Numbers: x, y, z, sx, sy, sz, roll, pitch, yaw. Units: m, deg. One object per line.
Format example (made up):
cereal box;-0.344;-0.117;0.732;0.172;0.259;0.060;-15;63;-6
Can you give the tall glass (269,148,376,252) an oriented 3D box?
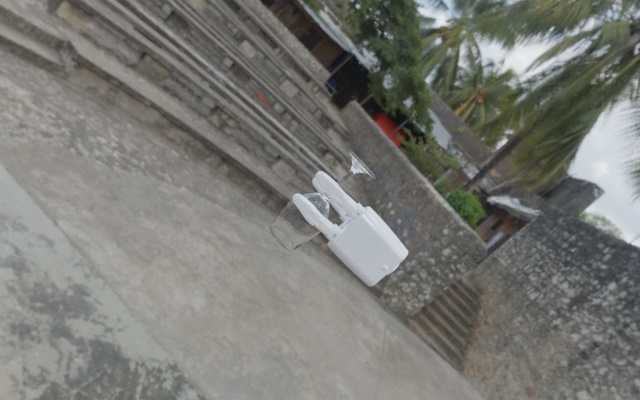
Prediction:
tall glass;0.001;0.002;0.844;0.201;0.079;0.079;-43;-11;11
